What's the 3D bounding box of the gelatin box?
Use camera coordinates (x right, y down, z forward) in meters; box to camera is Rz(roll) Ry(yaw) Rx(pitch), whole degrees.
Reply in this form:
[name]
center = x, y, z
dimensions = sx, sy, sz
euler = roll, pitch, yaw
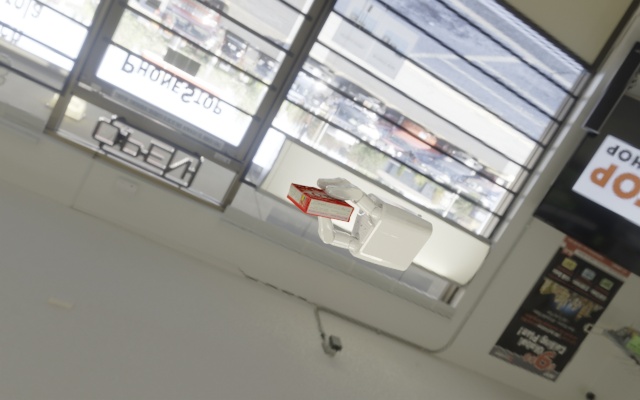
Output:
[gelatin box]
center = 0.000, 0.003, 0.777
dimensions = 0.089, 0.030, 0.073
euler = 12, 15, -32
